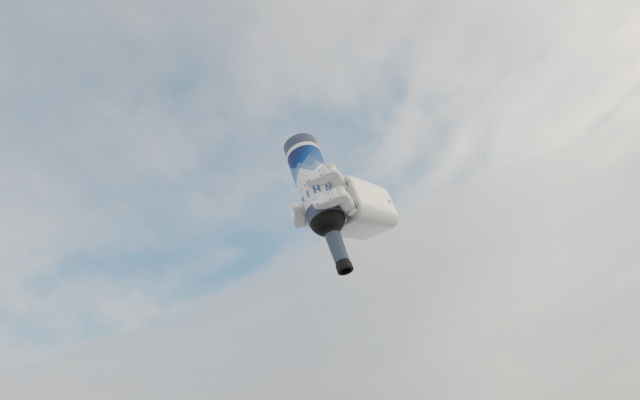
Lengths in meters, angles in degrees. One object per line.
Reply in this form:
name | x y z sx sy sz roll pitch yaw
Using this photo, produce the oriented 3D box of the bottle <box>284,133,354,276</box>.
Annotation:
bottle | 0.000 0.003 0.858 0.069 0.295 0.069 -13 -36 -10
